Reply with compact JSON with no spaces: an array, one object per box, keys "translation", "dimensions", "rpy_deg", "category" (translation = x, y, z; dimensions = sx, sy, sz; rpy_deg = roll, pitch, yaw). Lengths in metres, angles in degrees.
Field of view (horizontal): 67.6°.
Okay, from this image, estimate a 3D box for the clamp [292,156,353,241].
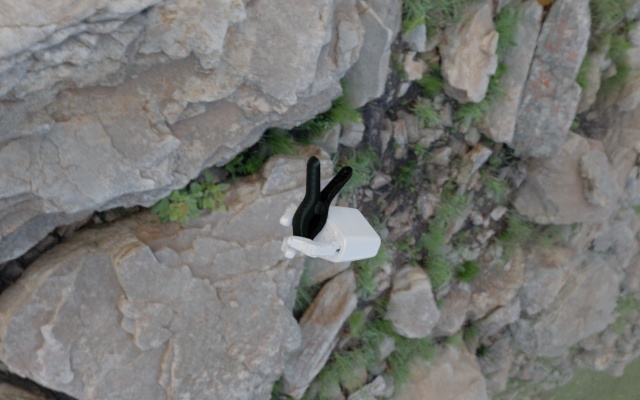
[{"translation":[0.000,0.003,0.863],"dimensions":[0.120,0.171,0.039],"rpy_deg":[0,26,-44],"category":"clamp"}]
